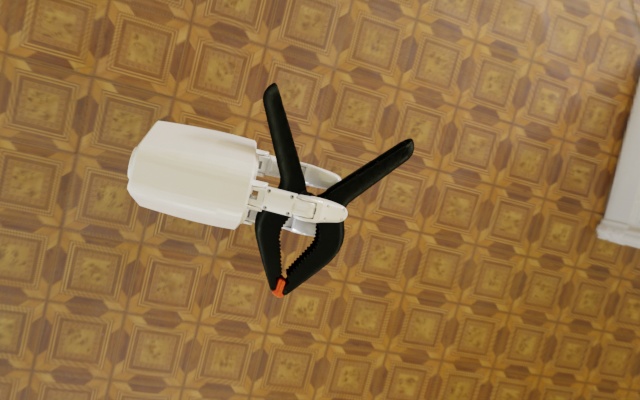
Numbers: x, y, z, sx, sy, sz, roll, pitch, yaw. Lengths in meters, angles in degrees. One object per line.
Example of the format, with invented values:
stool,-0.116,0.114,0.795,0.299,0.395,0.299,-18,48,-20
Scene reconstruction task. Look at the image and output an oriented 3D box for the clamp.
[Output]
clamp,0.000,0.002,0.495,0.164,0.210,0.036,13,6,-9
